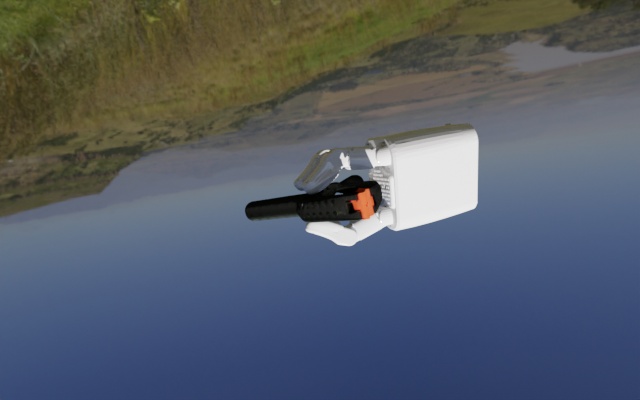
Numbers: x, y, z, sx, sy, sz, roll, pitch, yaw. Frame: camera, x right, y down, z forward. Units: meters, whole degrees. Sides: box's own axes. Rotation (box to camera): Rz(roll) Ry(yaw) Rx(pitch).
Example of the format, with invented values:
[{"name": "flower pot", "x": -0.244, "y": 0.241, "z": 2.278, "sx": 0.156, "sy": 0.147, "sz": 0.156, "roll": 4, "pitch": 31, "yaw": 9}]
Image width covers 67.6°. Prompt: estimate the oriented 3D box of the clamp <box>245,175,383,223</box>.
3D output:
[{"name": "clamp", "x": 0.001, "y": 0.003, "z": 0.543, "sx": 0.164, "sy": 0.036, "sz": 0.210, "roll": -16, "pitch": 7, "yaw": -11}]
